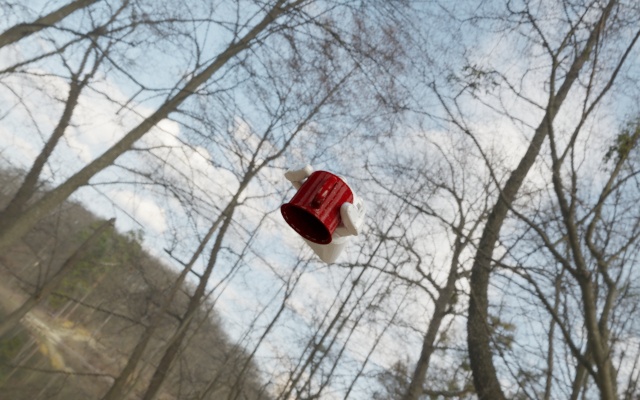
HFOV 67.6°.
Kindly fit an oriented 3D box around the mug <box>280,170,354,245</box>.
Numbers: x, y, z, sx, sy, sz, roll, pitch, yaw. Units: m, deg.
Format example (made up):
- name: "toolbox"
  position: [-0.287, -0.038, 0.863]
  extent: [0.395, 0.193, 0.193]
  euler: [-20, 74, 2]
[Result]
- name: "mug"
  position: [0.000, 0.002, 0.723]
  extent: [0.093, 0.081, 0.117]
  euler: [32, -27, 8]
